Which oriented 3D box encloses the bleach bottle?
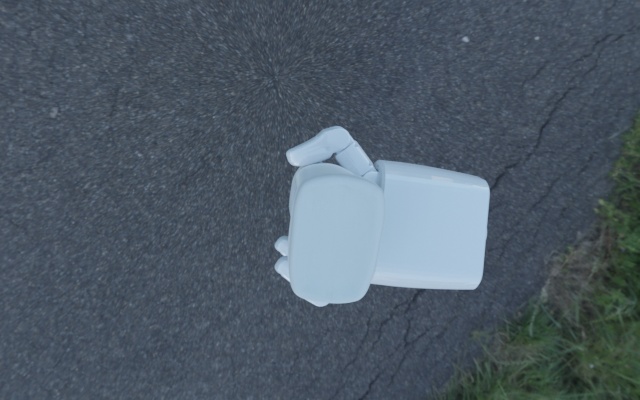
[{"bbox_3d":[0.000,0.002,0.463,0.068,0.102,0.250,6,14,-7],"label":"bleach bottle"}]
